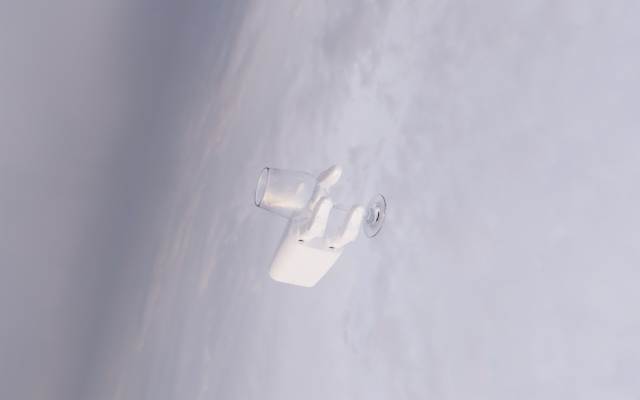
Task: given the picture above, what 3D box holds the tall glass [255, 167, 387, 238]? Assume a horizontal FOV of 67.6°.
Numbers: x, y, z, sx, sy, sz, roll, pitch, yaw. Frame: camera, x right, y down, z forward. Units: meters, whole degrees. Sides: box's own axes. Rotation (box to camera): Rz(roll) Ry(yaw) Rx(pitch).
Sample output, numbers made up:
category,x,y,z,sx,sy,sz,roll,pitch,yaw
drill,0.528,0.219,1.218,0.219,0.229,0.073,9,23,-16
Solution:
category,x,y,z,sx,sy,sz,roll,pitch,yaw
tall glass,0.001,0.003,0.760,0.201,0.079,0.079,15,-6,-21
